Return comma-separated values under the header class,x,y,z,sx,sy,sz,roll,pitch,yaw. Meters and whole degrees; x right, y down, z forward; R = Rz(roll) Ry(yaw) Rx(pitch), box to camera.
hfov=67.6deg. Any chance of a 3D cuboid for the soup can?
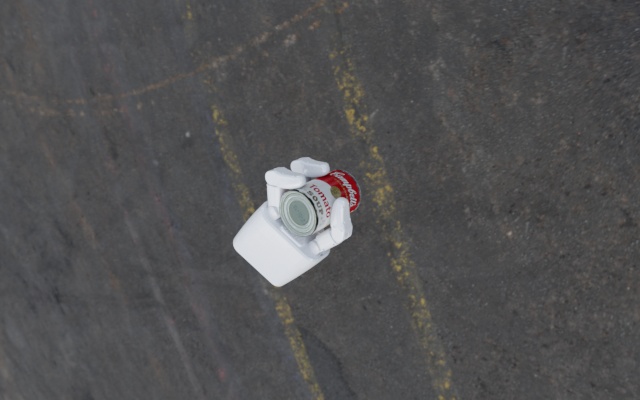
class,x,y,z,sx,sy,sz,roll,pitch,yaw
soup can,0.000,0.002,0.662,0.068,0.068,0.102,0,18,40
